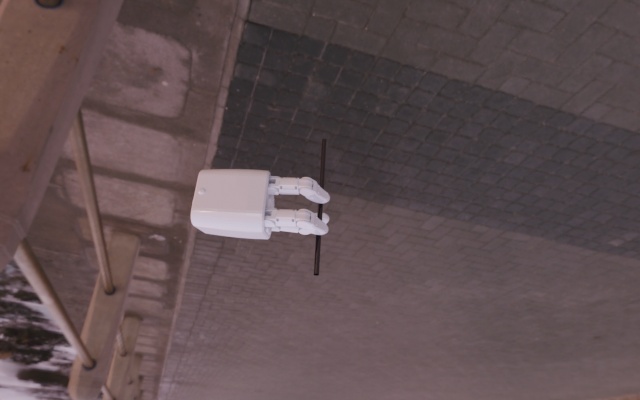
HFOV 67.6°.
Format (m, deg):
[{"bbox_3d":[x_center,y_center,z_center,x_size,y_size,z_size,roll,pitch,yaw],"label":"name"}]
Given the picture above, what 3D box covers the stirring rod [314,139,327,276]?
[{"bbox_3d":[0.000,0.002,0.748,0.011,0.239,0.011,3,-29,1],"label":"stirring rod"}]
